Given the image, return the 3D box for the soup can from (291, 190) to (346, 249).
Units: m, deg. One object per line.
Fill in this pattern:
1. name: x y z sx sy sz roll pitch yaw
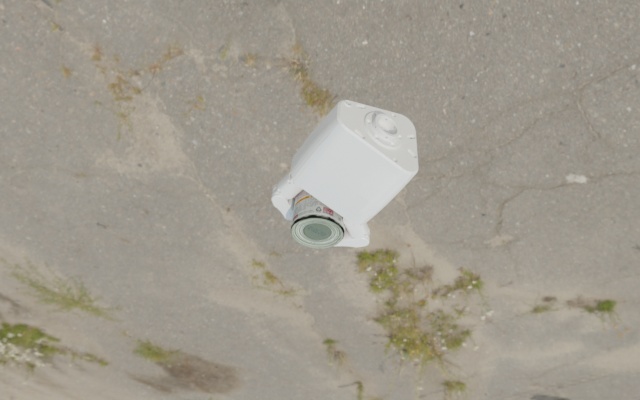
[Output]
1. soup can: 0.000 0.002 0.614 0.068 0.102 0.069 3 -39 3
